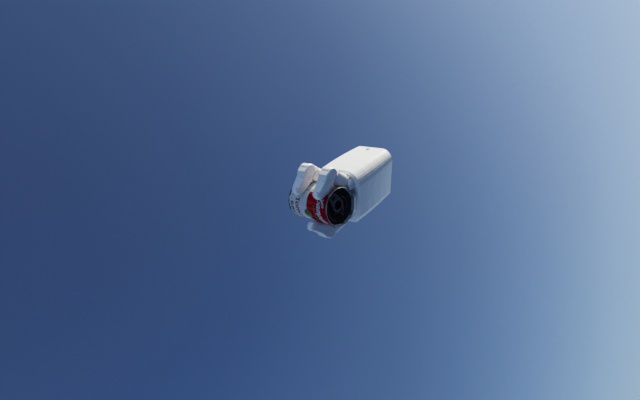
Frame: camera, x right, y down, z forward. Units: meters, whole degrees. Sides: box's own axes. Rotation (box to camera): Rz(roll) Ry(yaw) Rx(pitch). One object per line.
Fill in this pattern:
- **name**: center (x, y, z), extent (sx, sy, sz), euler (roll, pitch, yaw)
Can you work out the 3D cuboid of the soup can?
- **soup can**: center (0.000, 0.003, 0.850), extent (0.068, 0.068, 0.102), euler (0, 9, -44)
